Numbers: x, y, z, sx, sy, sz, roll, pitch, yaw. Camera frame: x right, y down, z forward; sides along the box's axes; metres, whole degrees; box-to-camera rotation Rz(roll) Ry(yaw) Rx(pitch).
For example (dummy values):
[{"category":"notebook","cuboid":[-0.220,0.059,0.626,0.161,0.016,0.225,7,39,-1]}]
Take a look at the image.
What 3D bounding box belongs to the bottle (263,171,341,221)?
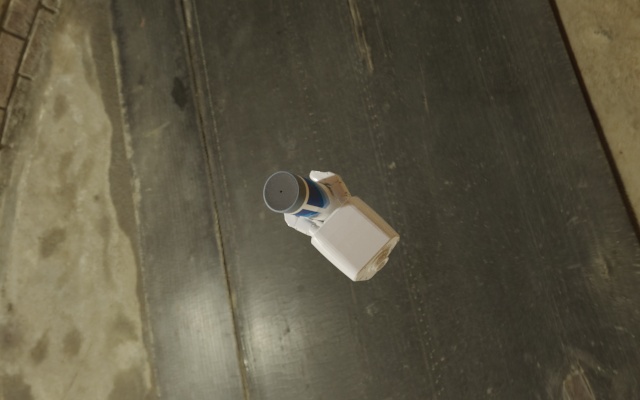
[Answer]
[{"category":"bottle","cuboid":[0.000,0.003,0.890,0.069,0.069,0.296,0,-7,26]}]
